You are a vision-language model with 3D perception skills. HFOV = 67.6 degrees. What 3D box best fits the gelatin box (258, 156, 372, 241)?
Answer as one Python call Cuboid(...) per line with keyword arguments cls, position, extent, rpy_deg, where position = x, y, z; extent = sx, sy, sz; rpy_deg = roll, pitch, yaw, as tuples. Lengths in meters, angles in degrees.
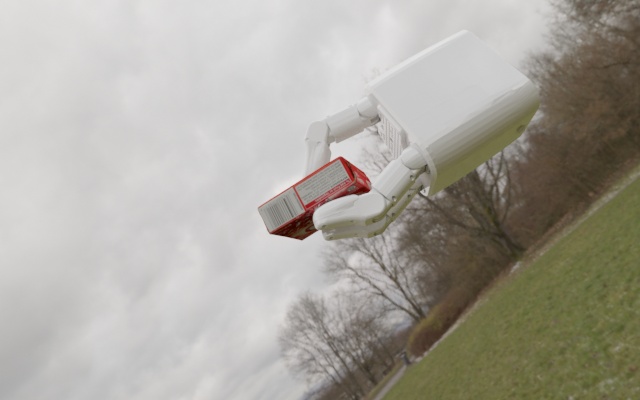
Cuboid(cls="gelatin box", position=(0.000, 0.001, 0.425), extent=(0.089, 0.030, 0.073), rpy_deg=(-31, -17, 13))
